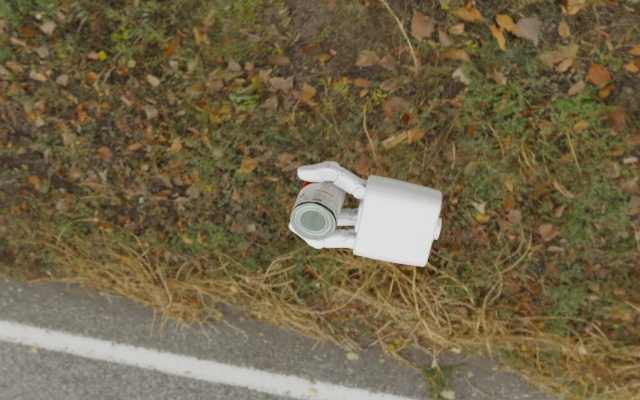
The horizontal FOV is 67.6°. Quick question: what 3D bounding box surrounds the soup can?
[{"bbox_3d":[0.000,0.002,0.694,0.068,0.068,0.102,0,34,14],"label":"soup can"}]
